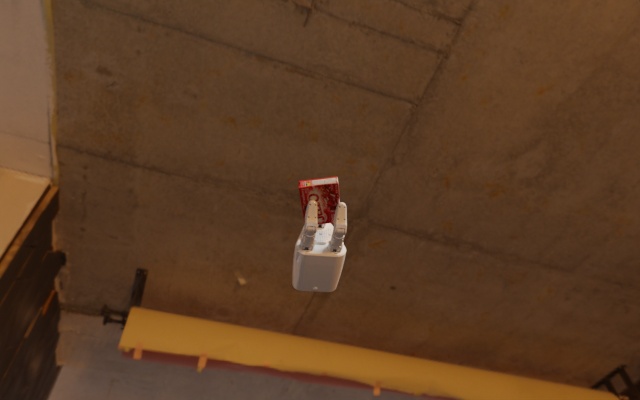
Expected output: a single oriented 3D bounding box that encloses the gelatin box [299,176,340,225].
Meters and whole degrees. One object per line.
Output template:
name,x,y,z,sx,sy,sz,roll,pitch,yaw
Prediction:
gelatin box,0.000,0.002,0.896,0.073,0.089,0.030,-6,32,1
